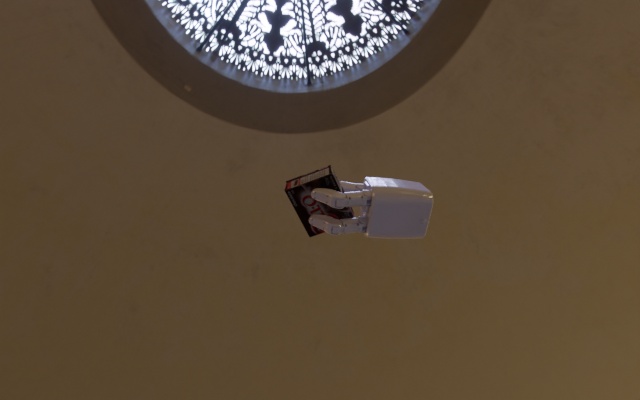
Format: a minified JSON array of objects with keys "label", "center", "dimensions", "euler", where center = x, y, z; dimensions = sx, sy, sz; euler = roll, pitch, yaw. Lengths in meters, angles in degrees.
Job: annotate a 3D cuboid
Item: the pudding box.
[{"label":"pudding box","center":[0.000,0.003,0.846],"dimensions":[0.090,0.113,0.039],"euler":[-20,29,11]}]
